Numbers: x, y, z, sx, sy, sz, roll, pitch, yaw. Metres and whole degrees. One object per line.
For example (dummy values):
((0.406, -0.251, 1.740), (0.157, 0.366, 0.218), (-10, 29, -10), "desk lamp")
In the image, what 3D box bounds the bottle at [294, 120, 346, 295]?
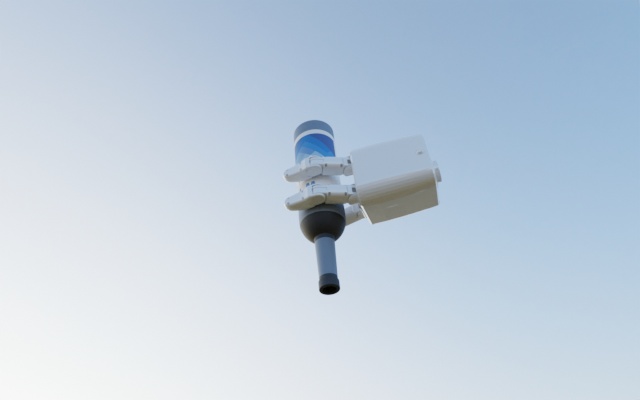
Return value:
((0.000, 0.002, 0.699), (0.069, 0.295, 0.069), (-3, -41, -3), "bottle")
